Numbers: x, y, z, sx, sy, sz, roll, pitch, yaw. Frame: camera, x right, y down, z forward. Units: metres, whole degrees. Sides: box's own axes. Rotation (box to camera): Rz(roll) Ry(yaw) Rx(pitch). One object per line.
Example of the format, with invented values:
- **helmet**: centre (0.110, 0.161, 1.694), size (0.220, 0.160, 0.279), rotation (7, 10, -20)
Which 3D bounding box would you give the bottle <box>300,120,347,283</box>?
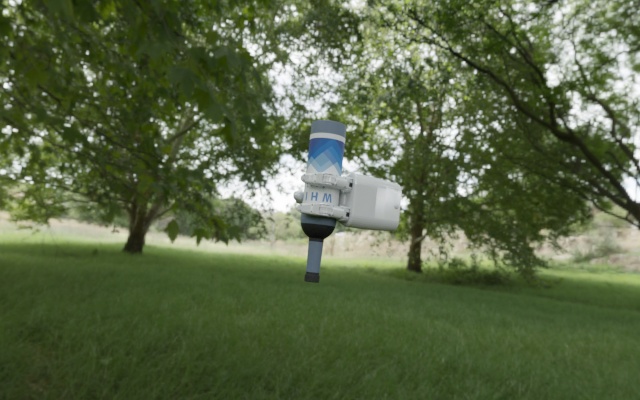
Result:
- **bottle**: centre (0.000, 0.003, 0.886), size (0.069, 0.295, 0.069), rotation (6, -6, 1)
